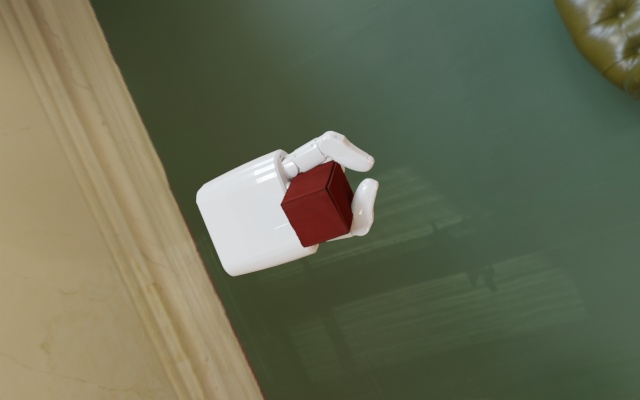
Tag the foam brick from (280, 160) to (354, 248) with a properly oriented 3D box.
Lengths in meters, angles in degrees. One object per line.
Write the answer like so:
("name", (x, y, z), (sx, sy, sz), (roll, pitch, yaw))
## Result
("foam brick", (0.000, 0.002, 0.480), (0.051, 0.053, 0.078), (-20, 21, 17))
